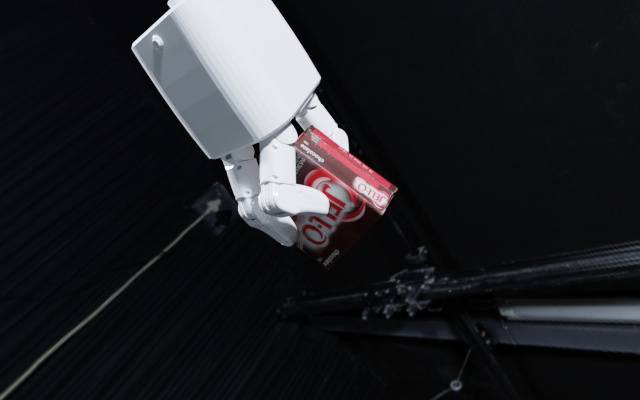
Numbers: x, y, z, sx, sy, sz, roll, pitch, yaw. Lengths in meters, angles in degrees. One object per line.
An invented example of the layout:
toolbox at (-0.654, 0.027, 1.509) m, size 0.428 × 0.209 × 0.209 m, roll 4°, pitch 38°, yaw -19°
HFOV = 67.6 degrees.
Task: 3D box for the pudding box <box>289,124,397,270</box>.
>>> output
pudding box at (0.000, 0.001, 0.417) m, size 0.090 × 0.039 × 0.113 m, roll 37°, pitch -37°, yaw 1°
